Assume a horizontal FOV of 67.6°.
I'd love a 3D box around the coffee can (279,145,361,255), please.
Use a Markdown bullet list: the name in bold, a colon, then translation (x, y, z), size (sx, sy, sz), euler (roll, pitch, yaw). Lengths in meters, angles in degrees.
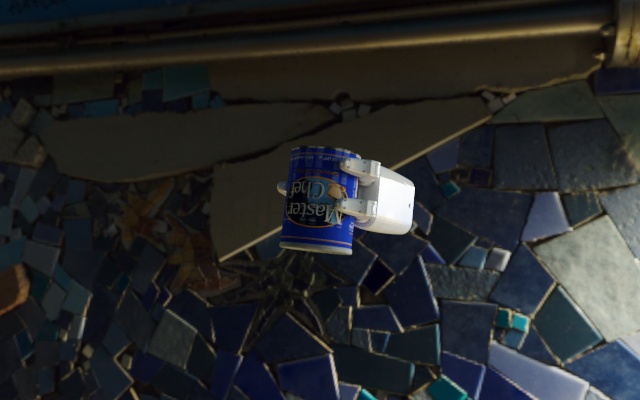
- **coffee can**: translation (0.000, 0.002, 0.681), size (0.103, 0.140, 0.103), euler (6, -8, 1)
